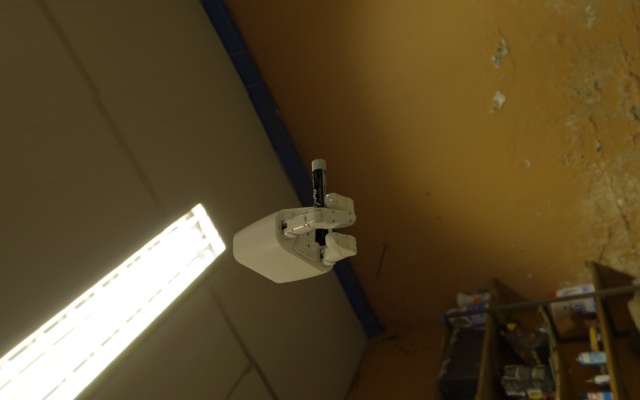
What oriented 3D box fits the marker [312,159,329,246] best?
[{"bbox_3d":[0.000,0.002,0.638,0.020,0.121,0.020,-2,-23,-1],"label":"marker"}]
